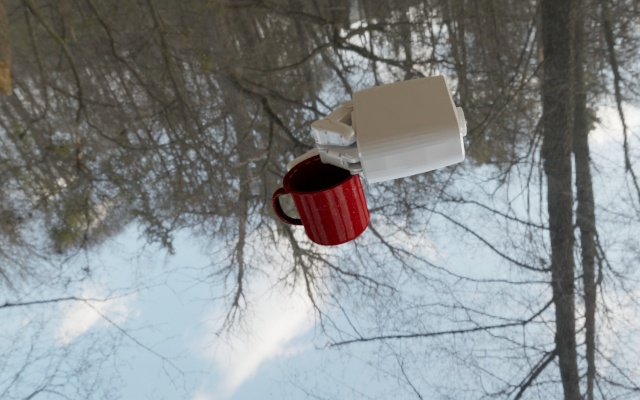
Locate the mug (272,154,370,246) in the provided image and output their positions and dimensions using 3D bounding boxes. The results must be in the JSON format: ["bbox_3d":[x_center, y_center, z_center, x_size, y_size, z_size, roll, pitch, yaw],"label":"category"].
[{"bbox_3d":[-0.001,0.002,0.570,0.117,0.081,0.093,-11,31,12],"label":"mug"}]
